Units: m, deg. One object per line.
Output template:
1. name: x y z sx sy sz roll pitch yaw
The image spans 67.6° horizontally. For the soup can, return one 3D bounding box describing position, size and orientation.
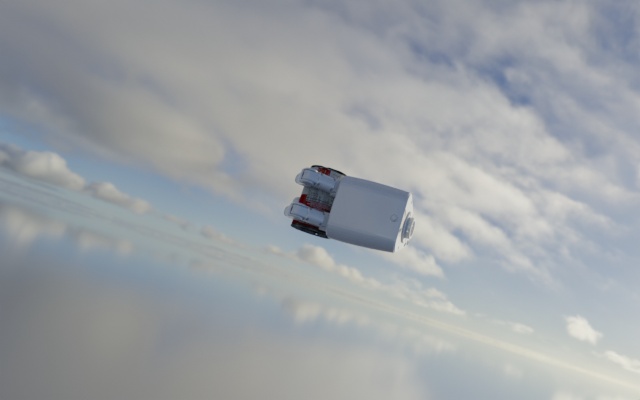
1. soup can: 0.000 0.002 0.760 0.068 0.102 0.068 17 -10 3
